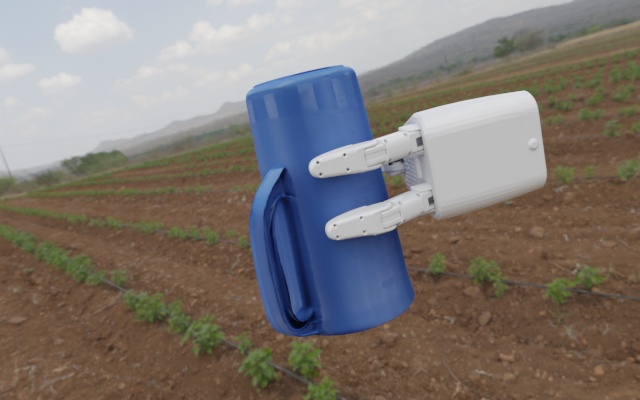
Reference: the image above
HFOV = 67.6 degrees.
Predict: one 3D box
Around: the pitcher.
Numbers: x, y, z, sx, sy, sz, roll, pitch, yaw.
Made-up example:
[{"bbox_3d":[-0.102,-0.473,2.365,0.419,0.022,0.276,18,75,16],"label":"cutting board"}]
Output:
[{"bbox_3d":[0.000,0.001,0.466,0.145,0.243,0.149,-14,11,-3],"label":"pitcher"}]
